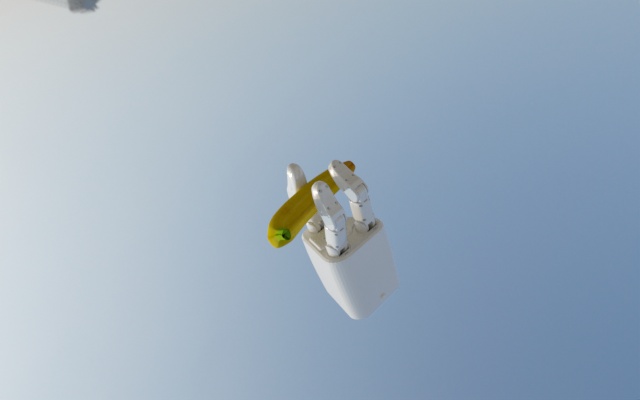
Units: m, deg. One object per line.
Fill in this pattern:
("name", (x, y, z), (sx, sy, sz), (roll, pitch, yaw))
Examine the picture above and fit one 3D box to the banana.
("banana", (-0.016, 0.008, 0.605), (0.069, 0.037, 0.197), (-16, 21, 35))
